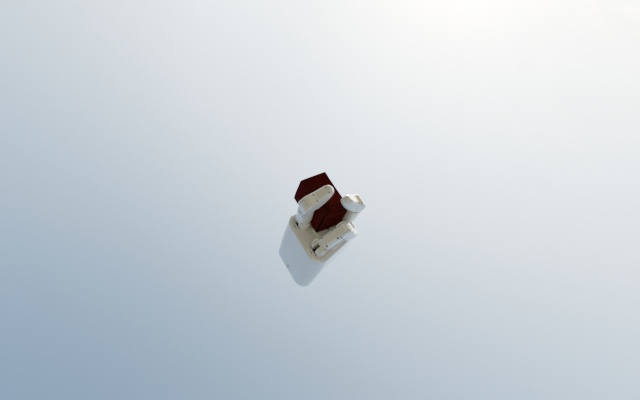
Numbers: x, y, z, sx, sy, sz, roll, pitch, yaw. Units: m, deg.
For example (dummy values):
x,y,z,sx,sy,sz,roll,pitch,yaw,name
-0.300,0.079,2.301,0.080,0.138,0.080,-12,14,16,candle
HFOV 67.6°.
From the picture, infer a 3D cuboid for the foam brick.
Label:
x,y,z,sx,sy,sz,roll,pitch,yaw,name
0.000,0.002,0.793,0.053,0.078,0.051,-20,-26,-29,foam brick
